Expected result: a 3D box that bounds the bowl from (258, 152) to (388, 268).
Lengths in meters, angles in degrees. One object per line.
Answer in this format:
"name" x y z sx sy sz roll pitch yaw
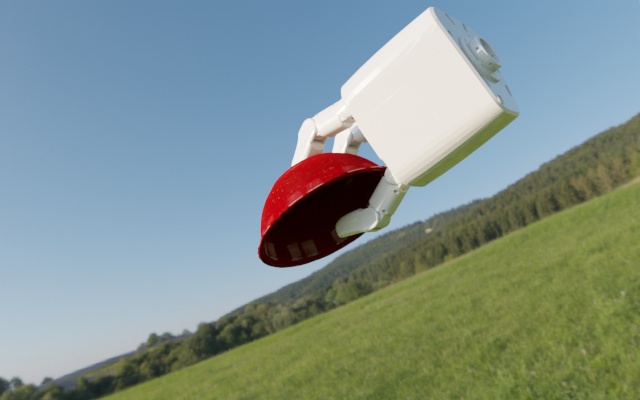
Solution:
"bowl" -0.001 0.002 0.490 0.162 0.055 0.162 -25 -27 -14
